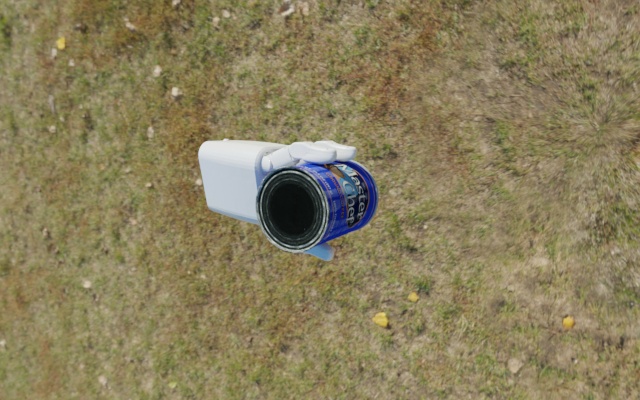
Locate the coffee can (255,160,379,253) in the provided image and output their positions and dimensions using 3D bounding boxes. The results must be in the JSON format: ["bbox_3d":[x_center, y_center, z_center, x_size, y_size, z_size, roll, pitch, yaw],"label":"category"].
[{"bbox_3d":[0.000,0.002,0.611,0.103,0.103,0.140,0,7,30],"label":"coffee can"}]
